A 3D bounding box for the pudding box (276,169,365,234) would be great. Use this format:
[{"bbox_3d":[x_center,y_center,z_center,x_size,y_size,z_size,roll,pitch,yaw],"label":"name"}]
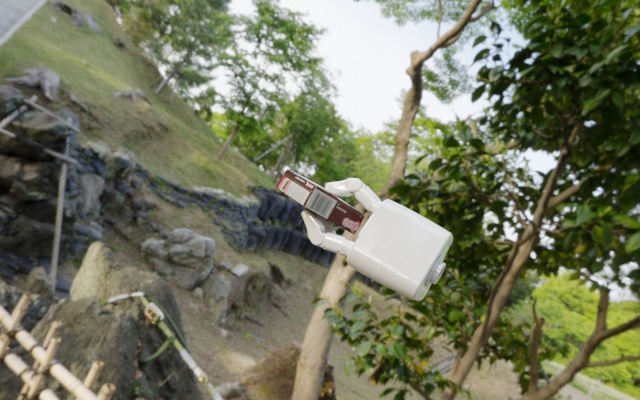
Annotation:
[{"bbox_3d":[0.000,0.002,0.726,0.113,0.039,0.090,33,-2,-38],"label":"pudding box"}]
